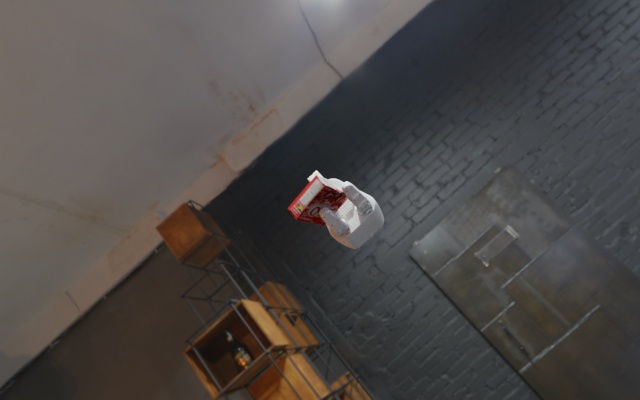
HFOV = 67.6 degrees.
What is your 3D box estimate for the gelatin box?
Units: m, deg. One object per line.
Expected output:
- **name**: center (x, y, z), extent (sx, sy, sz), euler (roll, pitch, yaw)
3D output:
- **gelatin box**: center (0.000, 0.002, 0.774), extent (0.030, 0.073, 0.089), euler (49, 16, 28)
